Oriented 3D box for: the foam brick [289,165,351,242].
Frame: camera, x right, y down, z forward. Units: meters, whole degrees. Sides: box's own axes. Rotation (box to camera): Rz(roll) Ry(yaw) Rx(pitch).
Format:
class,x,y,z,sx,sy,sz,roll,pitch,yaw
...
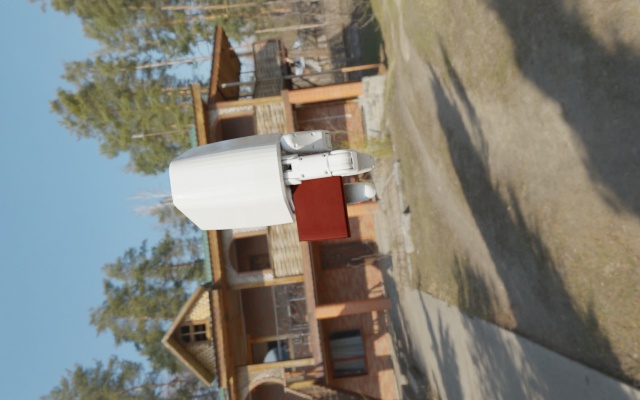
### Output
class,x,y,z,sx,sy,sz,roll,pitch,yaw
foam brick,0.000,0.002,0.488,0.051,0.078,0.053,-8,-2,1
